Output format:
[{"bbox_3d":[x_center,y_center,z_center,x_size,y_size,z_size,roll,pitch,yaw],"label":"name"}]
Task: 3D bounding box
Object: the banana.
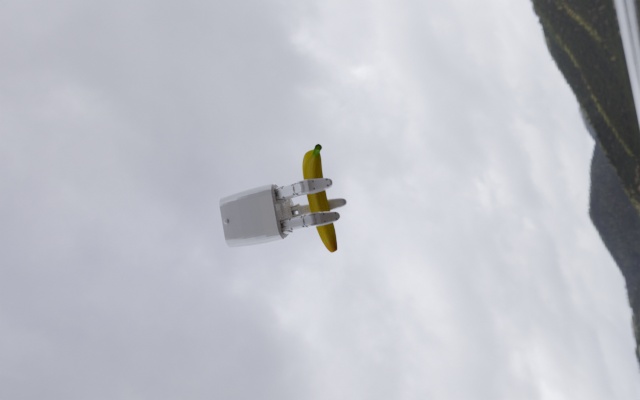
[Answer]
[{"bbox_3d":[-0.004,-0.006,0.844,0.037,0.198,0.069,-13,18,-7],"label":"banana"}]
